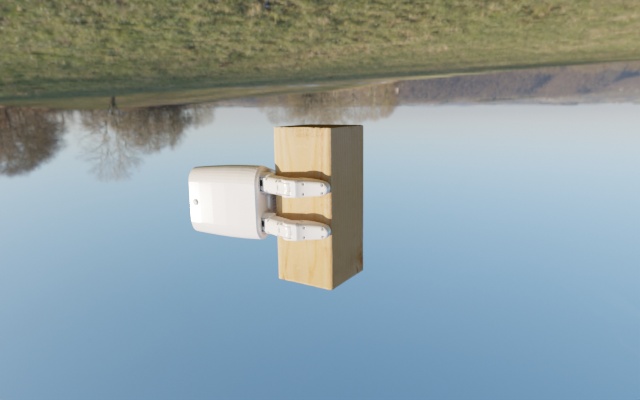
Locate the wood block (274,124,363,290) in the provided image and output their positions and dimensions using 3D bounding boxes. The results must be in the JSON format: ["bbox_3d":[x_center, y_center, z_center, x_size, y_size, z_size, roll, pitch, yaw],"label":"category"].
[{"bbox_3d":[0.000,0.002,0.649,0.090,0.206,0.091,6,14,31],"label":"wood block"}]
